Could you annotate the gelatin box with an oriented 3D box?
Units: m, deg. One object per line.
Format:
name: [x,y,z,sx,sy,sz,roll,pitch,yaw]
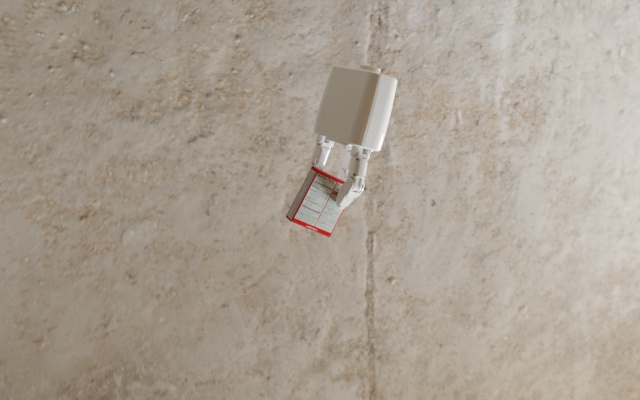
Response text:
gelatin box: [0.000,0.003,0.728,0.073,0.089,0.030,24,7,-29]
